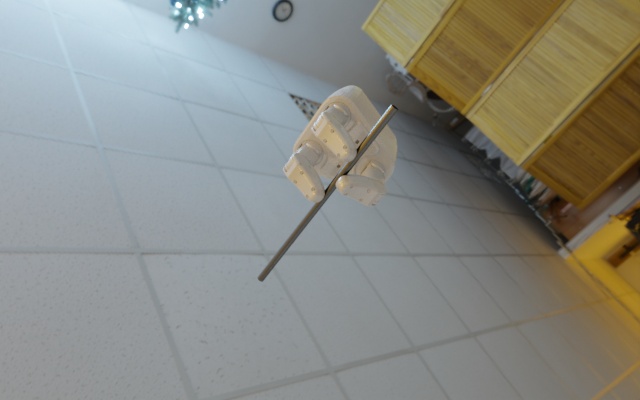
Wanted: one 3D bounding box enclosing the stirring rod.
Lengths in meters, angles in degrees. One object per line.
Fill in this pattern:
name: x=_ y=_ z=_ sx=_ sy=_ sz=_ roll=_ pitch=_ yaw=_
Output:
stirring rod: x=0.000 y=0.002 z=0.483 sx=0.011 sy=0.240 sz=0.011 roll=30 pitch=26 yaw=-16
